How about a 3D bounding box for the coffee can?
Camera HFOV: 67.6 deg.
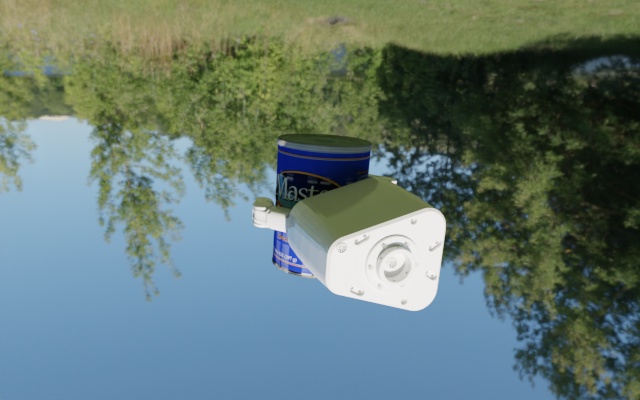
[{"bbox_3d":[0.000,0.002,0.530,0.103,0.140,0.102,4,14,-1],"label":"coffee can"}]
